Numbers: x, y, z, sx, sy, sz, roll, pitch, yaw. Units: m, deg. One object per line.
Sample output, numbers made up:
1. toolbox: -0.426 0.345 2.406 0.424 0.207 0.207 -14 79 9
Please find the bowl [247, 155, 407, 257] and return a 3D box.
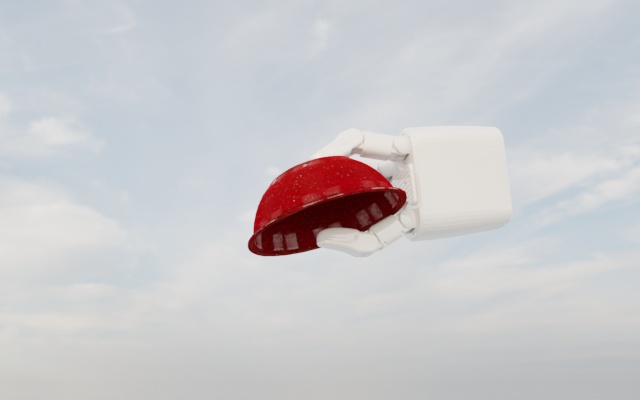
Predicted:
1. bowl: -0.001 0.001 0.471 0.162 0.055 0.162 -17 -18 -6
